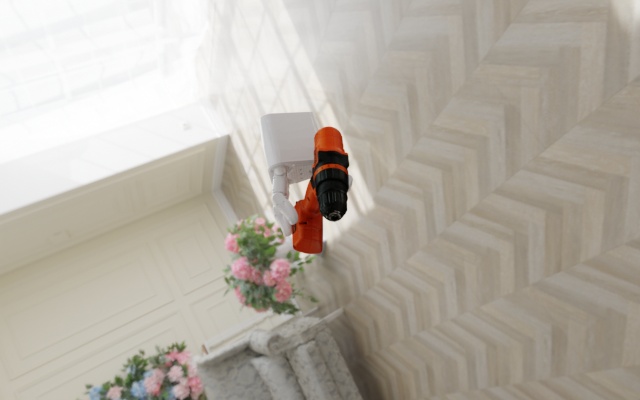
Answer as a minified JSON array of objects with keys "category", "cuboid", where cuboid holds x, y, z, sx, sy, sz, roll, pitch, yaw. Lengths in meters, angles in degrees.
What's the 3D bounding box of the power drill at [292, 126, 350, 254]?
[{"category":"power drill","cuboid":[0.000,0.003,0.765,0.057,0.184,0.188,11,-44,-11]}]
